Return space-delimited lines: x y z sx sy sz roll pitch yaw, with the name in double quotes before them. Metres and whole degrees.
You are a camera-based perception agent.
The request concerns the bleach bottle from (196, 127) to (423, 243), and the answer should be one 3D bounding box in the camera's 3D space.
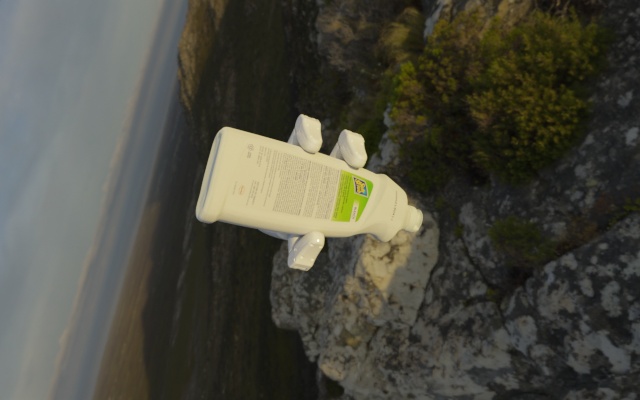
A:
"bleach bottle" 0.000 0.002 0.527 0.251 0.102 0.068 16 -6 -21
